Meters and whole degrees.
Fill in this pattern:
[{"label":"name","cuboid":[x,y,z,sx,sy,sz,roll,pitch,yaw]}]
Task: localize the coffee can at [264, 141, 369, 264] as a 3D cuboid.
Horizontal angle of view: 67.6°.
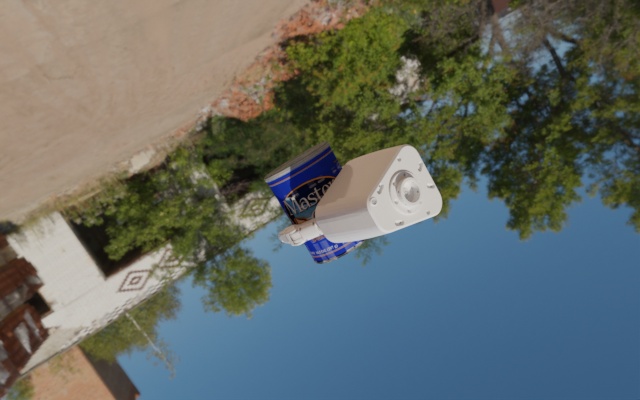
[{"label":"coffee can","cuboid":[0.000,0.002,0.672,0.103,0.140,0.103,-30,10,6]}]
